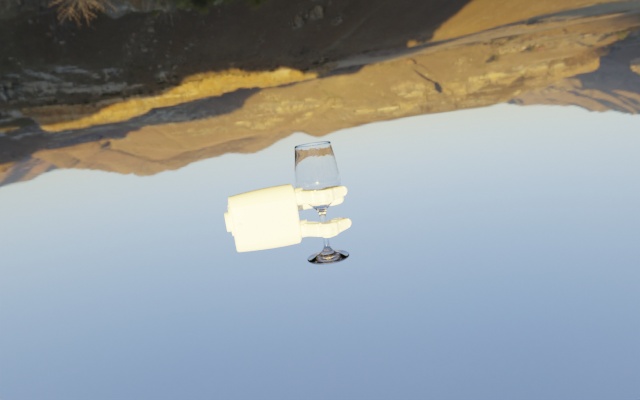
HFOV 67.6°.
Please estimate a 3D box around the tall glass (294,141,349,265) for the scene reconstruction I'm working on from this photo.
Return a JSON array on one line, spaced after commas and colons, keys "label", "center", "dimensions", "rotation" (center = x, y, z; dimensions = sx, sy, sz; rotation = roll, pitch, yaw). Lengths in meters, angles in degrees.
[{"label": "tall glass", "center": [0.000, 0.003, 0.815], "dimensions": [0.079, 0.201, 0.079], "rotation": [-7, 11, 1]}]
